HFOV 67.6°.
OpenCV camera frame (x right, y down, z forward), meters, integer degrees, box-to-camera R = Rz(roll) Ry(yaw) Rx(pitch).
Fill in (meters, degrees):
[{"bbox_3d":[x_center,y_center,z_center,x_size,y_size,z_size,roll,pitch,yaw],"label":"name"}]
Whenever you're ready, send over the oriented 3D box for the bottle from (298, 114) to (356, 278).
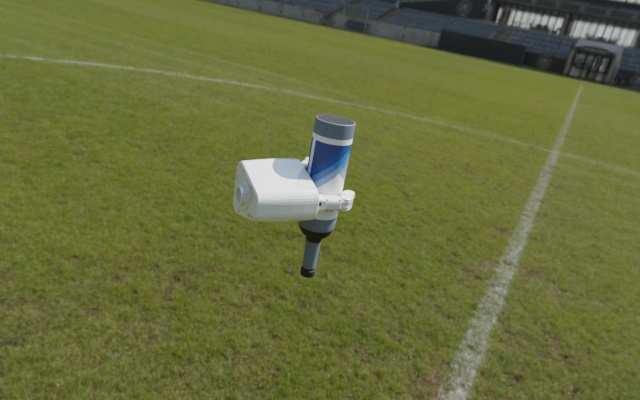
[{"bbox_3d":[0.000,0.002,0.832,0.069,0.296,0.069,9,22,-4],"label":"bottle"}]
